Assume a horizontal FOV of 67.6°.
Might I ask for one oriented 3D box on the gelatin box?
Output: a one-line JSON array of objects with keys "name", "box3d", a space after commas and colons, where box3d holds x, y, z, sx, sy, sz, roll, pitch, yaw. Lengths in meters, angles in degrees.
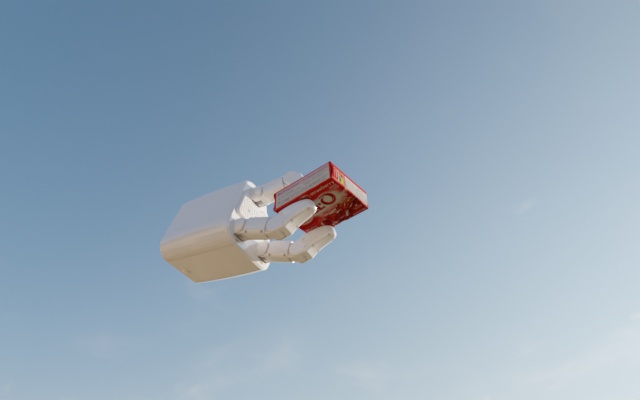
[{"name": "gelatin box", "box3d": [0.000, 0.001, 0.565, 0.089, 0.030, 0.073, -29, -47, 26]}]
